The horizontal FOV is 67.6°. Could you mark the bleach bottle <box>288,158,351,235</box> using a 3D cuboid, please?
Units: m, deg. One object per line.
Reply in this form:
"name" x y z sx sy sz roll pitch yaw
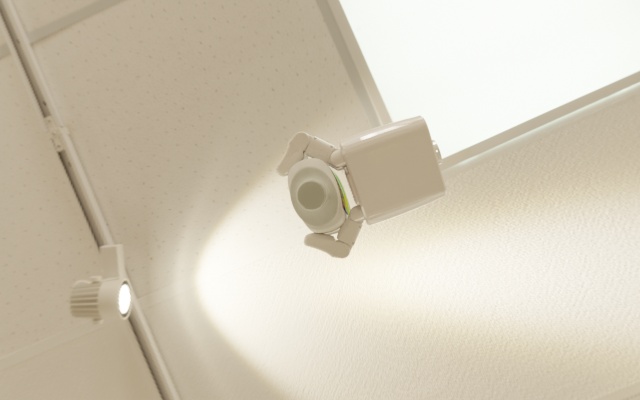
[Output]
"bleach bottle" 0.000 0.002 0.599 0.068 0.102 0.251 -19 -1 3
